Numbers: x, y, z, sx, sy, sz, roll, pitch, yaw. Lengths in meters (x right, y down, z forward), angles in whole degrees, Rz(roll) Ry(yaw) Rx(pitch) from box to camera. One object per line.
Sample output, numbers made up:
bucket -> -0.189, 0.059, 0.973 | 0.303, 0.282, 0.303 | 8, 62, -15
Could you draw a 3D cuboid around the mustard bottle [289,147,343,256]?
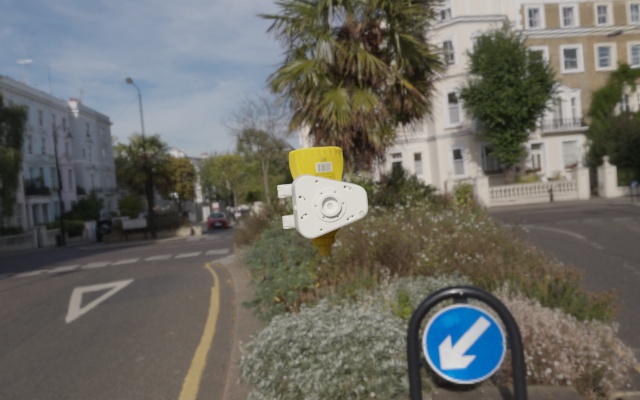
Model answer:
mustard bottle -> 0.000, 0.003, 0.852 | 0.096, 0.191, 0.058 | -6, 1, -29
